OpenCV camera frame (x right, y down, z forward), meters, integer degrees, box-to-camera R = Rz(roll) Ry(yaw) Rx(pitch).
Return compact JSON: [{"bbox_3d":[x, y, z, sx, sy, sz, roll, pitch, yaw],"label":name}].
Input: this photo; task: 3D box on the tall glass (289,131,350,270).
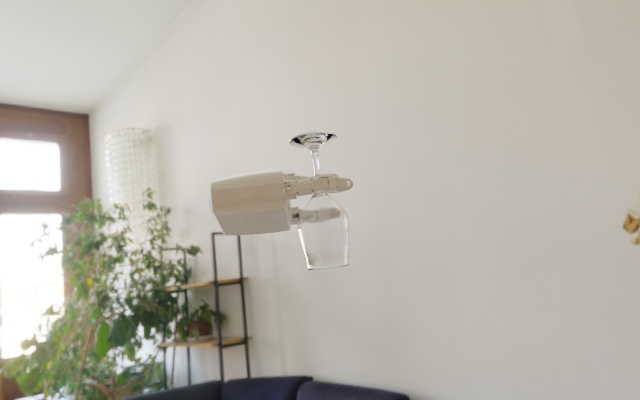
[{"bbox_3d":[0.000,0.002,0.725,0.079,0.201,0.079,-7,-10,-1],"label":"tall glass"}]
